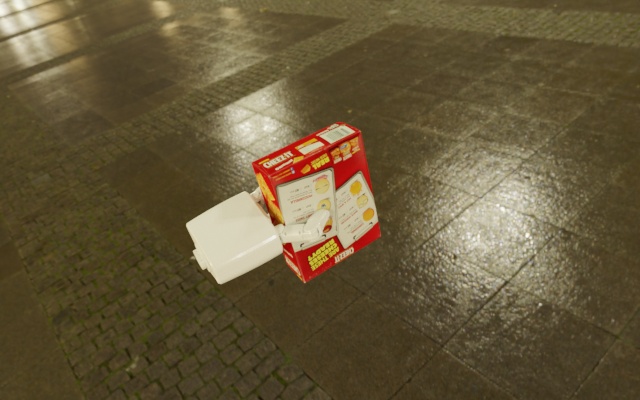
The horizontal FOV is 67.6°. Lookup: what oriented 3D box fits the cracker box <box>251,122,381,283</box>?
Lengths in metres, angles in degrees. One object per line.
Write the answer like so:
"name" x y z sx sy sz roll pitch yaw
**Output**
"cracker box" 0.000 0.002 0.774 0.164 0.214 0.072 -29 37 -19
